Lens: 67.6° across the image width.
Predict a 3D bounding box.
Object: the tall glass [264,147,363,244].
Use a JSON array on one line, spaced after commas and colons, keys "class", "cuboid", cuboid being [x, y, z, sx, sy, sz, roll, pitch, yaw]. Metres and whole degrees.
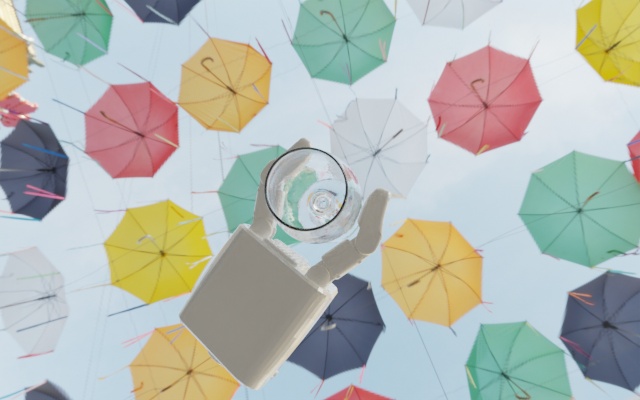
[{"class": "tall glass", "cuboid": [0.000, 0.001, 0.443, 0.079, 0.079, 0.201, 0, -6, 6]}]
